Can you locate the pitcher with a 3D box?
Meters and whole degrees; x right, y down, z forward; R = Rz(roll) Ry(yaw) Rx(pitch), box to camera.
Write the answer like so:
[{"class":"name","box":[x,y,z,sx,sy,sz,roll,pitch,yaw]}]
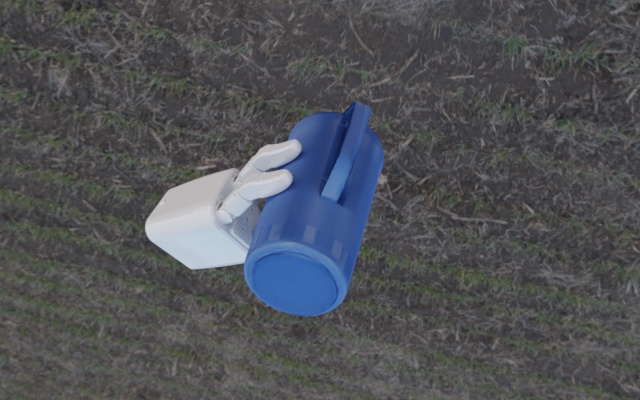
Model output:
[{"class":"pitcher","box":[0.000,0.002,0.555,0.145,0.149,0.242,-11,35,22]}]
